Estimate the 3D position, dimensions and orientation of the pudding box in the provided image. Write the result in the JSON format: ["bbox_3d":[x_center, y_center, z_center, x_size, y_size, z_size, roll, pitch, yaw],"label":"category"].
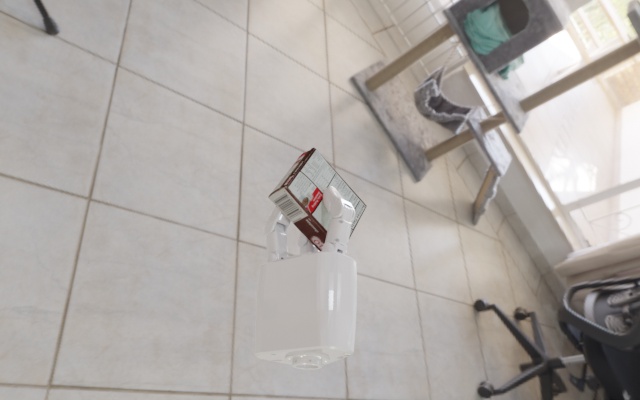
[{"bbox_3d":[0.000,0.002,0.613,0.039,0.113,0.090,-25,23,42],"label":"pudding box"}]
